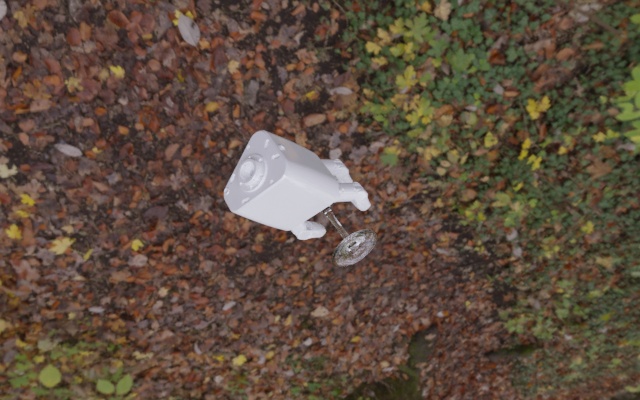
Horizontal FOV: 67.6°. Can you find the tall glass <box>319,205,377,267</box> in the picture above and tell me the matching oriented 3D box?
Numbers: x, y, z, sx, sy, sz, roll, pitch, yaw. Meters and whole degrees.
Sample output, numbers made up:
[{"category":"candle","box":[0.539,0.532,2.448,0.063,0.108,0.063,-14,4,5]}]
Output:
[{"category":"tall glass","box":[0.000,0.003,0.727,0.079,0.079,0.201,0,41,-40]}]
